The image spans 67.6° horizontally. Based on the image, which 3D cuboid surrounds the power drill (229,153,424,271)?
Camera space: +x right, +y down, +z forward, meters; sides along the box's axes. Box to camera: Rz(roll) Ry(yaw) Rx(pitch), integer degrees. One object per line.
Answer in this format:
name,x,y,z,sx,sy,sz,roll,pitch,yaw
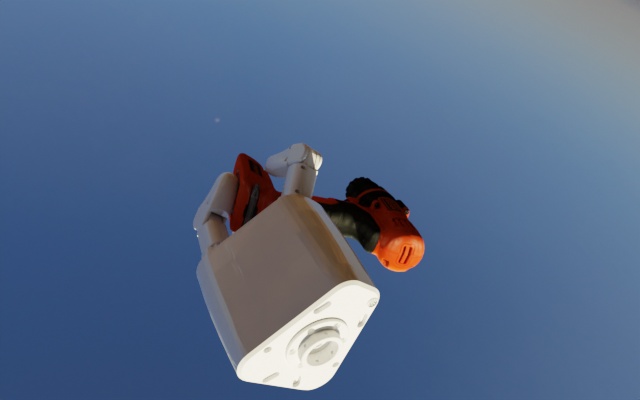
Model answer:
power drill,0.000,0.002,0.504,0.187,0.057,0.184,11,17,-15
